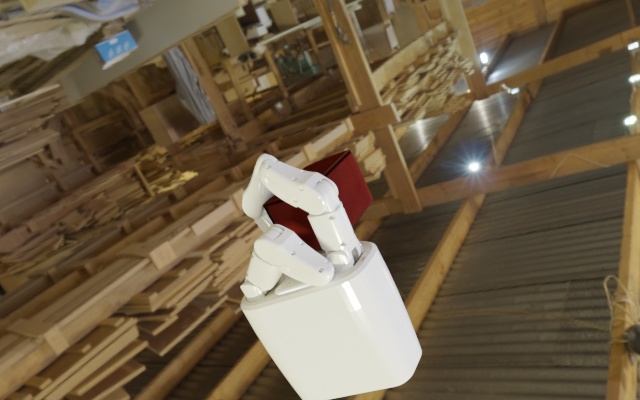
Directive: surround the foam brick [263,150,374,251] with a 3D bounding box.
[{"bbox_3d":[0.000,0.001,0.406,0.053,0.051,0.078,-17,20,38],"label":"foam brick"}]
